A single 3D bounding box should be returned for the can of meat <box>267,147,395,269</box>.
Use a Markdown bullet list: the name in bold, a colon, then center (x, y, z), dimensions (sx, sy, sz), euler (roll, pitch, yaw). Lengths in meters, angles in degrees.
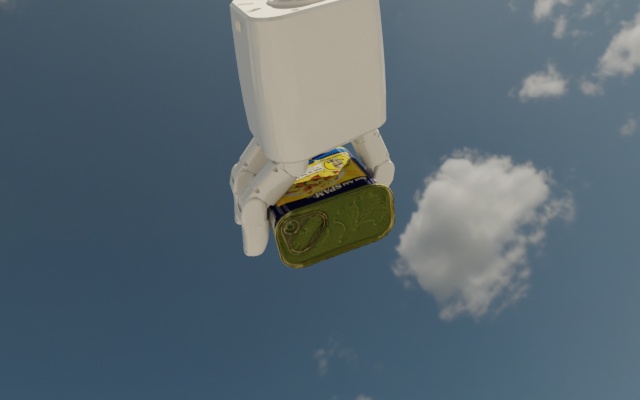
- **can of meat**: center (0.000, 0.001, 0.416), dimensions (0.102, 0.057, 0.084), euler (-19, 35, -11)
